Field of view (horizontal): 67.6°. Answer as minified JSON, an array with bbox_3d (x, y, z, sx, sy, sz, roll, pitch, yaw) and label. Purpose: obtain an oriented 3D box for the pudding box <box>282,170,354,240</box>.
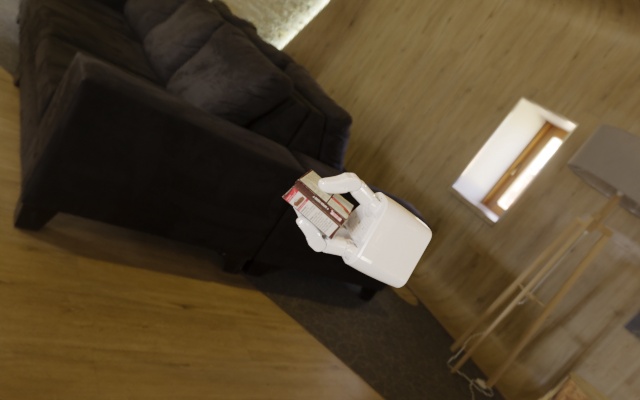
[{"bbox_3d":[0.000,0.002,0.694,0.090,0.039,0.113,40,12,0],"label":"pudding box"}]
